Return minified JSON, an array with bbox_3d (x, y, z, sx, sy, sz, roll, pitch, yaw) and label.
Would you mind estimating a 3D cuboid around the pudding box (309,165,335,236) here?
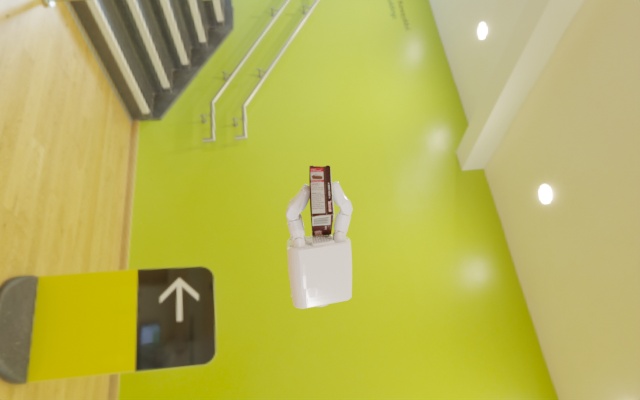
[{"bbox_3d":[0.000,0.003,0.813,0.039,0.090,0.113,-3,-20,-3],"label":"pudding box"}]
